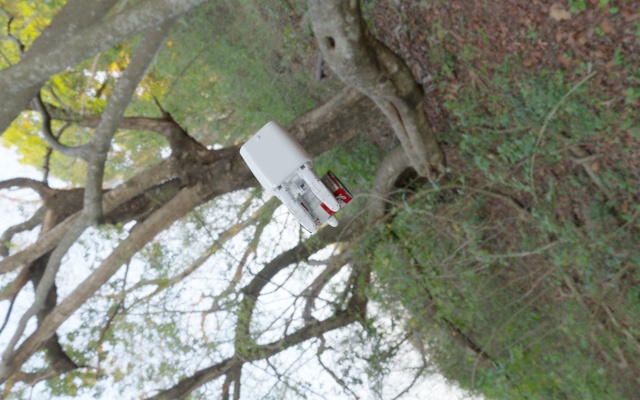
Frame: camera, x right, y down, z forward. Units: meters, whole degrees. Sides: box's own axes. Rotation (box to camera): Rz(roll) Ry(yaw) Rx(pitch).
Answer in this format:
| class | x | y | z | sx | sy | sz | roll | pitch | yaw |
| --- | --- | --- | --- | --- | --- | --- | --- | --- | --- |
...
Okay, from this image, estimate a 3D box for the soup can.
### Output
| class | x | y | z | sx | sy | sz | roll | pitch | yaw |
| --- | --- | --- | --- | --- | --- | --- | --- | --- | --- |
| soup can | 0.000 | 0.003 | 0.869 | 0.102 | 0.068 | 0.068 | -41 | -5 | 6 |
